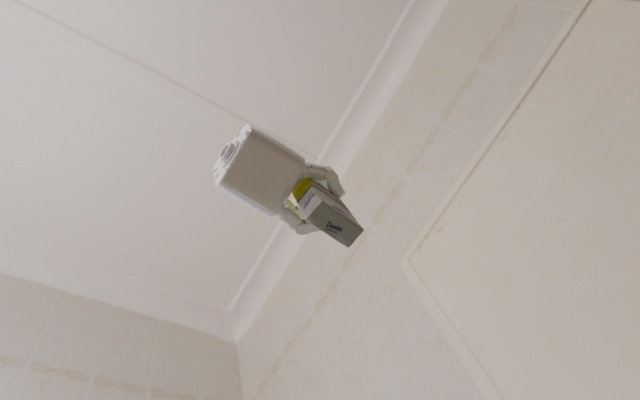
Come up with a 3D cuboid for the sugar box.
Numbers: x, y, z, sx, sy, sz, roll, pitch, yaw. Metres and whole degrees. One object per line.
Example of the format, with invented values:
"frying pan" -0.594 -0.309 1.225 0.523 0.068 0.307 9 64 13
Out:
"sugar box" 0.000 0.003 0.798 0.093 0.048 0.176 35 13 -27
